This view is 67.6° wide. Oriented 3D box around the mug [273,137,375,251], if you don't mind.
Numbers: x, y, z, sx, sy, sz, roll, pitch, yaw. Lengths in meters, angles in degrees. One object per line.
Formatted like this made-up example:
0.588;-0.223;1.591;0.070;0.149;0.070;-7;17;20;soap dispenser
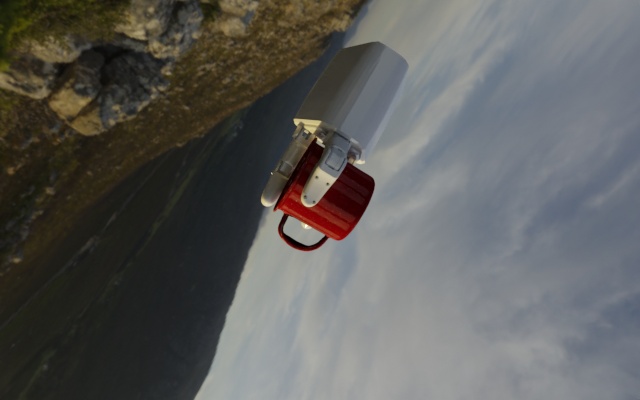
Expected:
0.000;0.003;0.522;0.081;0.117;0.093;30;-2;-7;mug
